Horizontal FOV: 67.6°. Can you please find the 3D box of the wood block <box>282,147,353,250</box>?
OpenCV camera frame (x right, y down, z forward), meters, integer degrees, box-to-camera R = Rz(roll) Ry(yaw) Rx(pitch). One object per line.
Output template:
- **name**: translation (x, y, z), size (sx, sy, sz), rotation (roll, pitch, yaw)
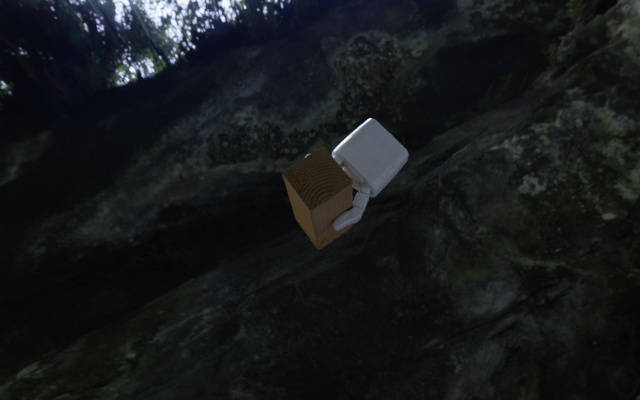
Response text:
- **wood block**: translation (0.001, 0.003, 0.895), size (0.090, 0.090, 0.206), rotation (-34, -22, -11)
